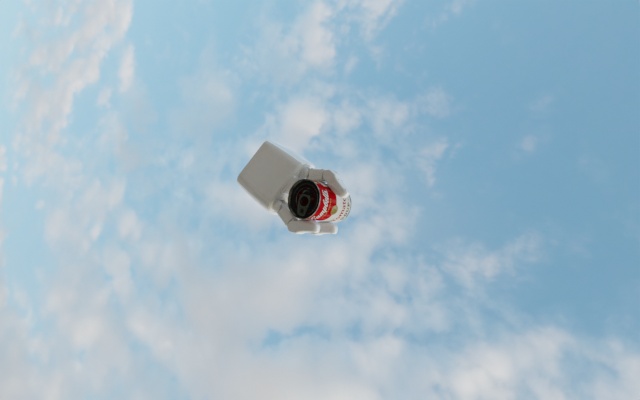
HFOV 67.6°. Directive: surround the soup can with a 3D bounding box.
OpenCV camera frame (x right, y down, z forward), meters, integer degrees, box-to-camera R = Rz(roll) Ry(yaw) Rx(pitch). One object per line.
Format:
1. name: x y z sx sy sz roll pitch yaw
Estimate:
1. soup can: 0.001 0.003 0.834 0.068 0.068 0.102 0 -6 35
